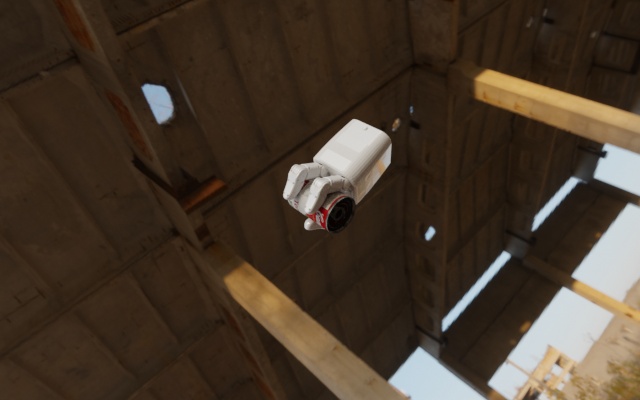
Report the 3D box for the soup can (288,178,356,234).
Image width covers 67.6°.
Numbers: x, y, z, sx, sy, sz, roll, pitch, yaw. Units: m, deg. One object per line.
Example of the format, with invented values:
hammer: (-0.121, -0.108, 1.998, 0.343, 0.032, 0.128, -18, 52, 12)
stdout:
soup can: (0.000, 0.003, 0.811, 0.102, 0.068, 0.068, 32, 20, 36)
